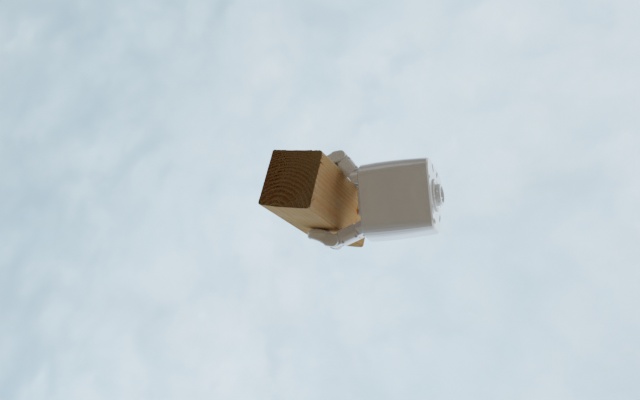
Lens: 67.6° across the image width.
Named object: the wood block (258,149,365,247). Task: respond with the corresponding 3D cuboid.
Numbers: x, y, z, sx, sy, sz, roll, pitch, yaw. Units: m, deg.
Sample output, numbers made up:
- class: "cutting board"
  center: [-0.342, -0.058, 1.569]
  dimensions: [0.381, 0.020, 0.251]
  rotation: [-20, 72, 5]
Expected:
- class: "wood block"
  center: [0.000, 0.003, 0.770]
  dimensions: [0.090, 0.090, 0.206]
  rotation: [4, -19, 29]
